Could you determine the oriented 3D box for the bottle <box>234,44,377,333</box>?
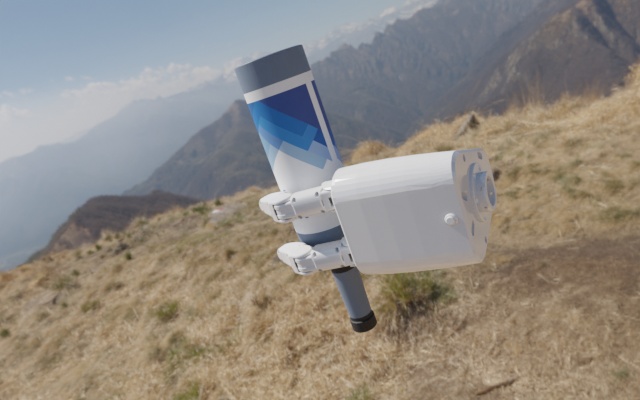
[{"bbox_3d":[0.000,0.001,0.476,0.069,0.296,0.069,-18,16,5],"label":"bottle"}]
